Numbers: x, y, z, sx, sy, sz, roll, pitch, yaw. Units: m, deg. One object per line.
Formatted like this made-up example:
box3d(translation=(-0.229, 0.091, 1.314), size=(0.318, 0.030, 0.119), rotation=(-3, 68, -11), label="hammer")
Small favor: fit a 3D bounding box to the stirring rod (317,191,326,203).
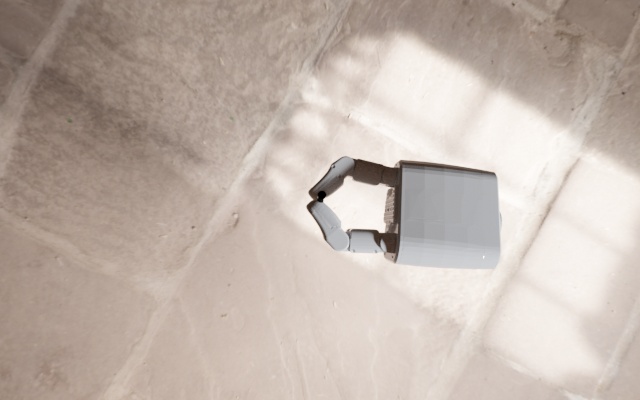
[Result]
box3d(translation=(0.000, 0.002, 0.542), size=(0.011, 0.011, 0.239), rotation=(0, -3, -1), label="stirring rod")
